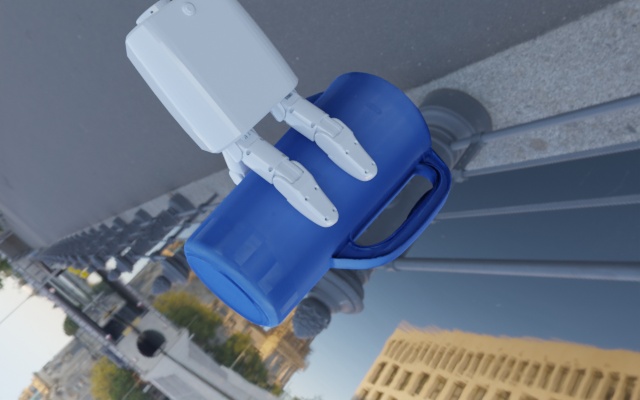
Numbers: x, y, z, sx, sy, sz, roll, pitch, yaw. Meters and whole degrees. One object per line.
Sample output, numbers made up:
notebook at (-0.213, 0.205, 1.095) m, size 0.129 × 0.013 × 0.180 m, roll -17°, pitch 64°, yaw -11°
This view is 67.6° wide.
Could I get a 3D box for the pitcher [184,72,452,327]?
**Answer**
pitcher at (0.000, 0.001, 0.455) m, size 0.242 × 0.145 × 0.149 m, roll -48°, pitch 24°, yaw -26°
